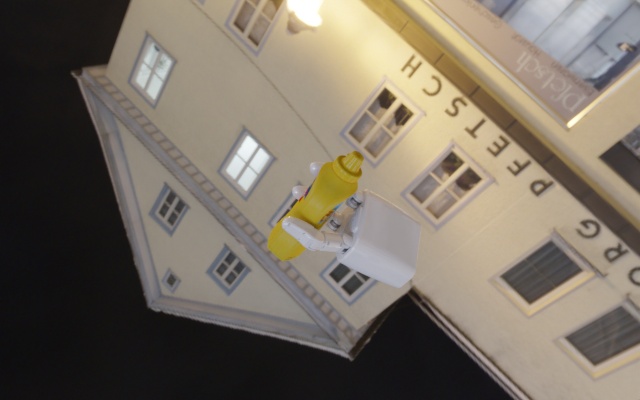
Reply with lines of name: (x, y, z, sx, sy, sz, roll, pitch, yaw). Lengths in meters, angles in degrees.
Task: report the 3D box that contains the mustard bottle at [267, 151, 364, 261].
mustard bottle: (0.000, 0.002, 0.674, 0.192, 0.058, 0.096, -50, -4, 35)
